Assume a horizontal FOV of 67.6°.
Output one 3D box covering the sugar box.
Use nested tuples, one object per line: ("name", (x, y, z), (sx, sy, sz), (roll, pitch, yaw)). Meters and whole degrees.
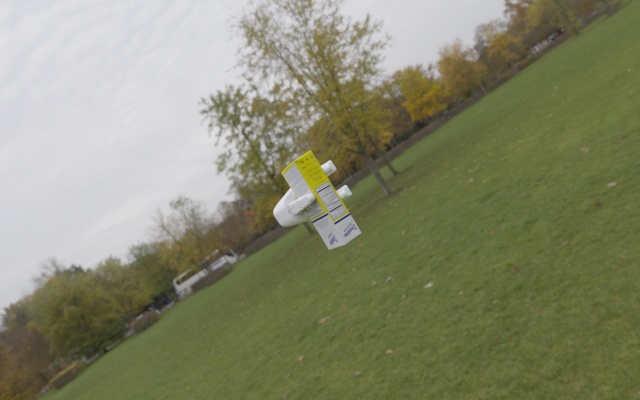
("sugar box", (0.000, 0.003, 0.881), (0.048, 0.176, 0.093), (-34, 1, -22))
